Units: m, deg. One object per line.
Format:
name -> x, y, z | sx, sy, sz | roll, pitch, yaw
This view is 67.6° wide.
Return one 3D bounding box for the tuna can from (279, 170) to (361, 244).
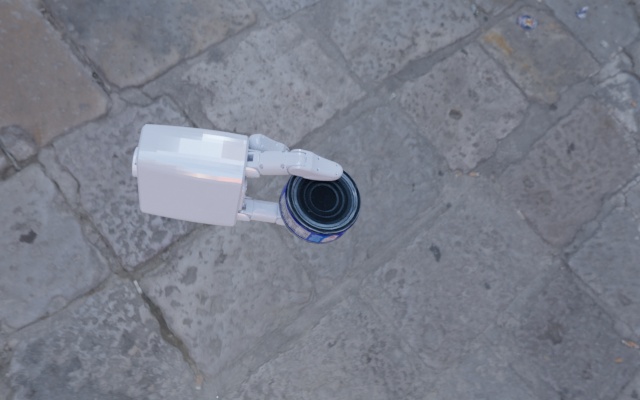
tuna can -> 0.000, 0.001, 0.519 | 0.086, 0.086, 0.034 | 0, -21, -18
